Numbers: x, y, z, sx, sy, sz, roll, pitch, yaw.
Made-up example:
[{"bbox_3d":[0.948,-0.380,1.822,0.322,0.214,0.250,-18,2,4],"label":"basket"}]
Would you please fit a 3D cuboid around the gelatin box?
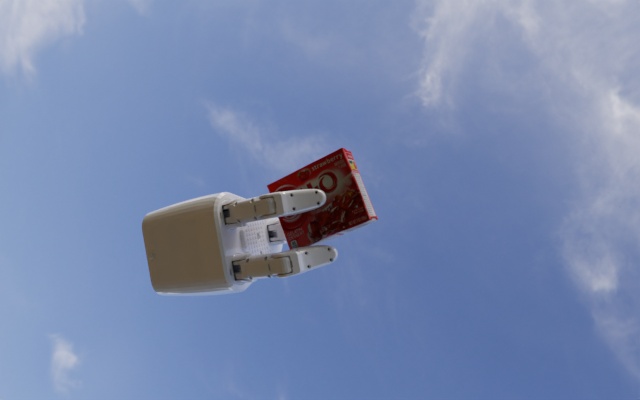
[{"bbox_3d":[0.001,0.001,0.460,0.089,0.073,0.030,-24,-11,20],"label":"gelatin box"}]
